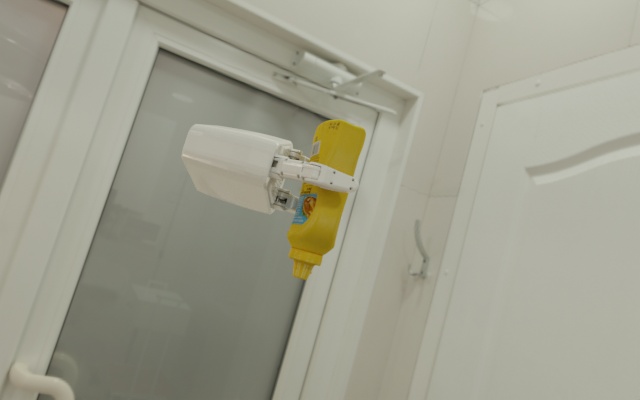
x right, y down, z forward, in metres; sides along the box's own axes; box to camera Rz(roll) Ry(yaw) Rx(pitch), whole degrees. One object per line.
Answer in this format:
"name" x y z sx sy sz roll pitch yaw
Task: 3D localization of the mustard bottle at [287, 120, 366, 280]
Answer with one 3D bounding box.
"mustard bottle" 0.000 0.002 0.586 0.058 0.191 0.096 18 -8 -18
